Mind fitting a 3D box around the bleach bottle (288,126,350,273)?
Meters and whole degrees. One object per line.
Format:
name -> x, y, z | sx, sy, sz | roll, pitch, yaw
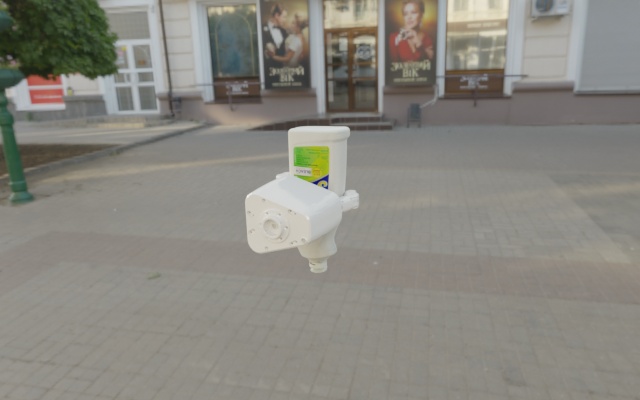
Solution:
bleach bottle -> 0.000, 0.003, 0.813 | 0.102, 0.251, 0.068 | 5, 16, 24
